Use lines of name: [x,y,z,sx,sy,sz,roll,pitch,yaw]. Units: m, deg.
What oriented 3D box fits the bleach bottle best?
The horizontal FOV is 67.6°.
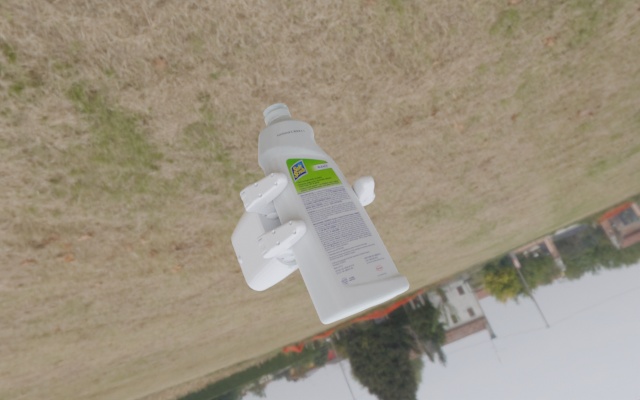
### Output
bleach bottle: [0.000,0.002,0.535,0.102,0.250,0.068,-12,-20,-33]
